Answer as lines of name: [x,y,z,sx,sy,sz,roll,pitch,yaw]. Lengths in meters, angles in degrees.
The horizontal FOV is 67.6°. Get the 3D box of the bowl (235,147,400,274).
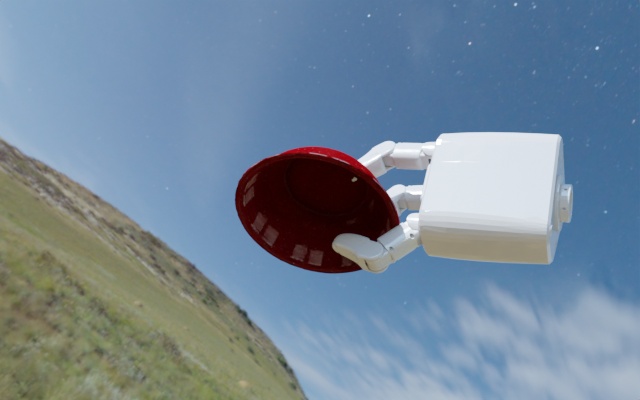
bowl: [-0.001,0.001,0.477,0.162,0.162,0.055,0,43,16]
